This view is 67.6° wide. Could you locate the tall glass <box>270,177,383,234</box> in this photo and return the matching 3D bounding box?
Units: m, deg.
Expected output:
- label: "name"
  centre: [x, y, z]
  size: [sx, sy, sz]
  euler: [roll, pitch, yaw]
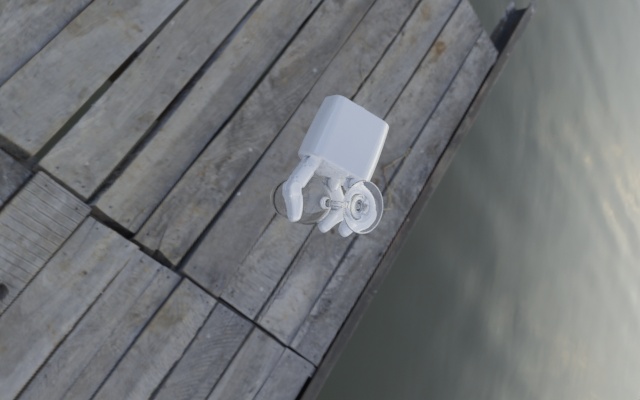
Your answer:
- label: "tall glass"
  centre: [0.000, 0.003, 0.733]
  size: [0.079, 0.079, 0.201]
  euler: [0, 4, -37]
